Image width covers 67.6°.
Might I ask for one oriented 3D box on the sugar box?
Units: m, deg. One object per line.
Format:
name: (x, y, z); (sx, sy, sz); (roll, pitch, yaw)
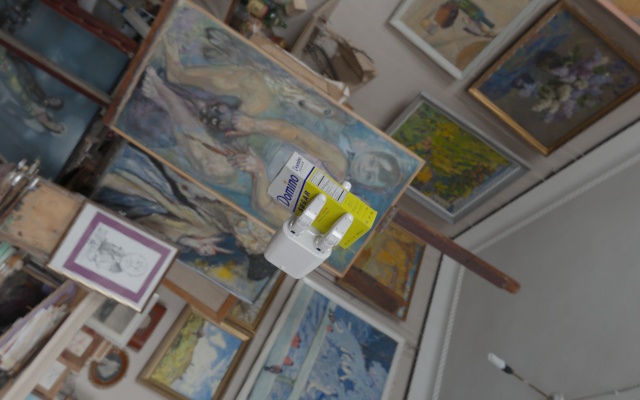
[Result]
sugar box: (0.000, 0.003, 0.816); (0.176, 0.048, 0.093); (34, -40, -7)
